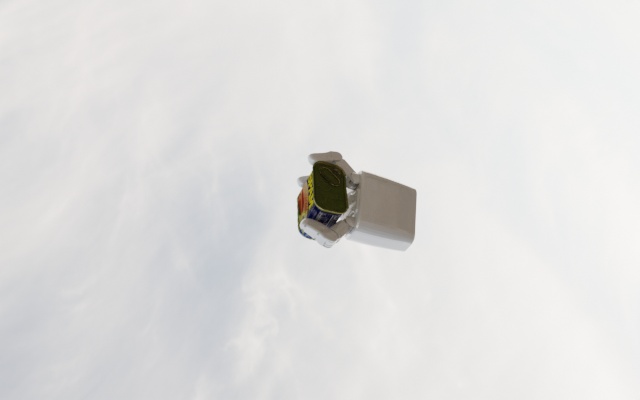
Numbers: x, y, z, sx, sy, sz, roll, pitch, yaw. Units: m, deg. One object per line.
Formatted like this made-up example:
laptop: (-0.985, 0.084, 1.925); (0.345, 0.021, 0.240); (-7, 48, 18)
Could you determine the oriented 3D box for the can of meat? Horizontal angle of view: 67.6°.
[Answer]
can of meat: (0.000, 0.003, 0.770); (0.057, 0.102, 0.084); (13, -42, -18)
